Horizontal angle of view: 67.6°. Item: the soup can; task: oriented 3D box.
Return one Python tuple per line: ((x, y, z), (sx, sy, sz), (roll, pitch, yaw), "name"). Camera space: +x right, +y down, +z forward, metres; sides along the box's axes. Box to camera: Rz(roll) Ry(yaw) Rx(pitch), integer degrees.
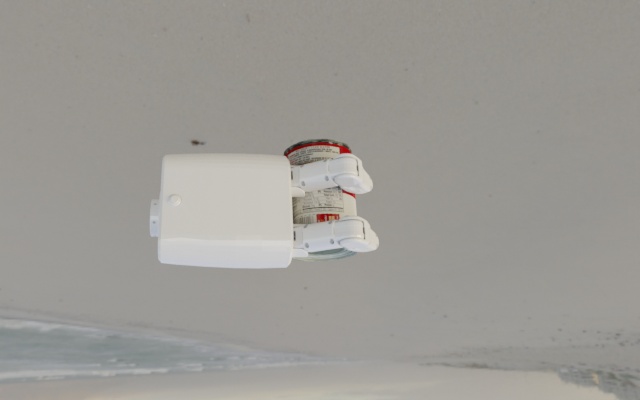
((0.001, 0.002, 0.456), (0.068, 0.102, 0.068), (-3, -19, -1), "soup can")
